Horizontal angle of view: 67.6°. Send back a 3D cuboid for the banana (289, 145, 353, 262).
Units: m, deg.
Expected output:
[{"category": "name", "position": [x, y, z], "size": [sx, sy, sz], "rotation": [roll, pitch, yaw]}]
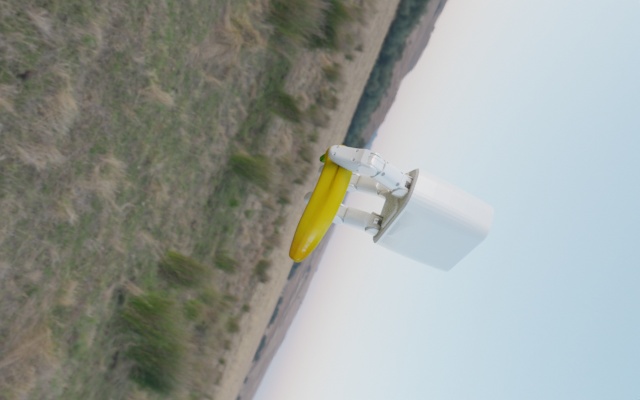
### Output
[{"category": "banana", "position": [0.009, -0.012, 0.564], "size": [0.037, 0.070, 0.197], "rotation": [27, 40, -7]}]
